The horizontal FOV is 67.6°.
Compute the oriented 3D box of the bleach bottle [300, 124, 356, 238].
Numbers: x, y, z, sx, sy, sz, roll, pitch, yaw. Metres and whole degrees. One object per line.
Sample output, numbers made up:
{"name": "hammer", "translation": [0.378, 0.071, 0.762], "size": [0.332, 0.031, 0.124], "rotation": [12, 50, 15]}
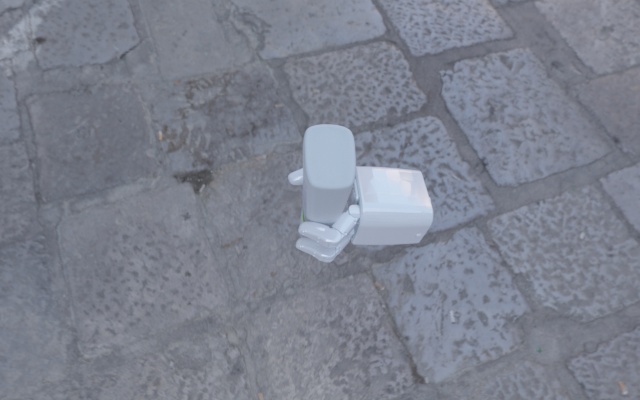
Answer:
{"name": "bleach bottle", "translation": [0.000, 0.002, 0.711], "size": [0.068, 0.102, 0.251], "rotation": [1, -28, -6]}
